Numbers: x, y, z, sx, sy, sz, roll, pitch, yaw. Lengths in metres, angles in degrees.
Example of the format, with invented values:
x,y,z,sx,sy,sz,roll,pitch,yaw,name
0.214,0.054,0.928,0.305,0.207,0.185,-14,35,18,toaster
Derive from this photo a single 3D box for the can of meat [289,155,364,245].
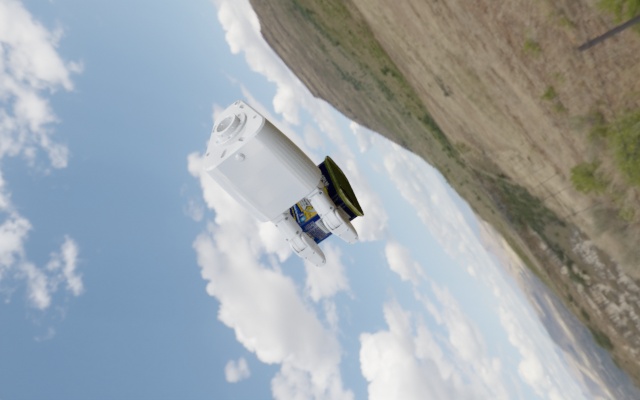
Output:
x,y,z,sx,sy,sz,roll,pitch,yaw,name
0.000,0.002,0.644,0.084,0.102,0.057,-35,-48,13,can of meat
